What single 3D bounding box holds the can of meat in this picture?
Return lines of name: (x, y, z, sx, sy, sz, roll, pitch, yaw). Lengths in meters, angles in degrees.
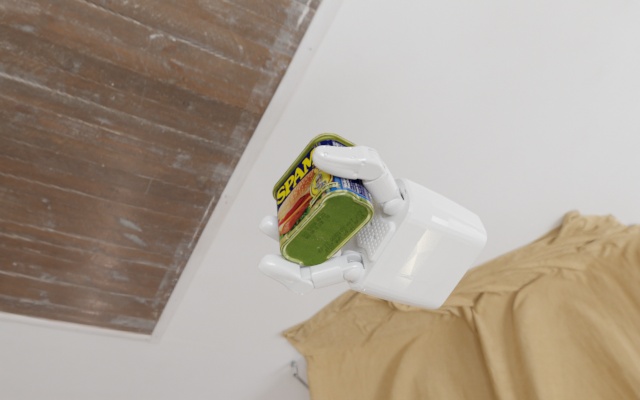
can of meat: (0.000, 0.002, 0.453, 0.057, 0.083, 0.102, 24, -55, -28)
